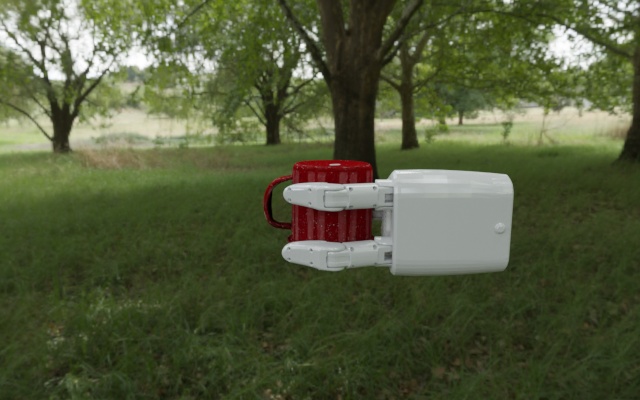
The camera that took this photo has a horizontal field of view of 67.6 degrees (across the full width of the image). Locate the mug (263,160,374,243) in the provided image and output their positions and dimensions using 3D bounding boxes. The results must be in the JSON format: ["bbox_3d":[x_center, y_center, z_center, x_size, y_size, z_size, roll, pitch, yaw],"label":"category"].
[{"bbox_3d":[-0.001,0.001,0.490,0.117,0.081,0.093,0,9,1],"label":"mug"}]
